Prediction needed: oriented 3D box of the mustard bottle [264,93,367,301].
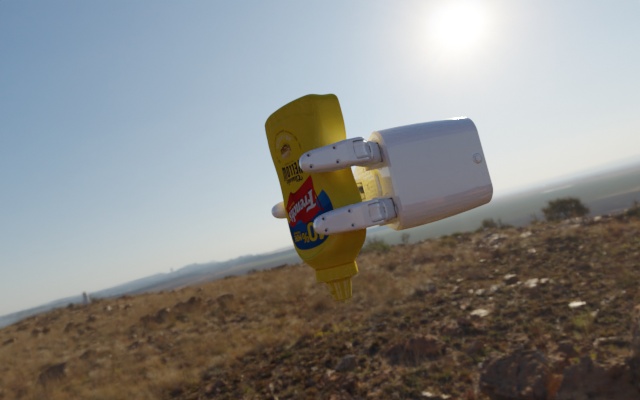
[{"bbox_3d":[0.000,0.001,0.464,0.058,0.191,0.096,-11,-5,-38],"label":"mustard bottle"}]
